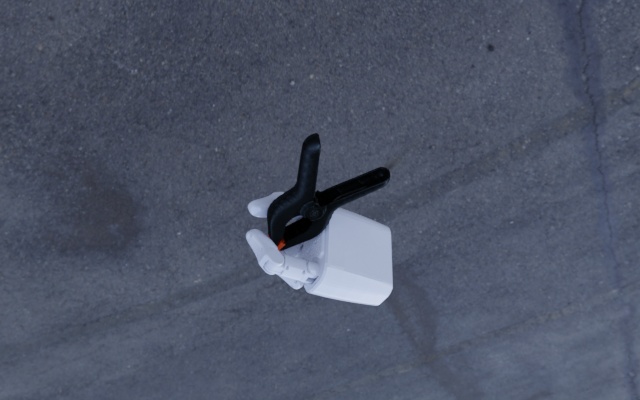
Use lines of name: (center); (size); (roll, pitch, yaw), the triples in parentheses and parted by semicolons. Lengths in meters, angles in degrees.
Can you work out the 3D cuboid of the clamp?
clamp: (0.000, 0.002, 0.566); (0.120, 0.039, 0.171); (18, -50, -24)
